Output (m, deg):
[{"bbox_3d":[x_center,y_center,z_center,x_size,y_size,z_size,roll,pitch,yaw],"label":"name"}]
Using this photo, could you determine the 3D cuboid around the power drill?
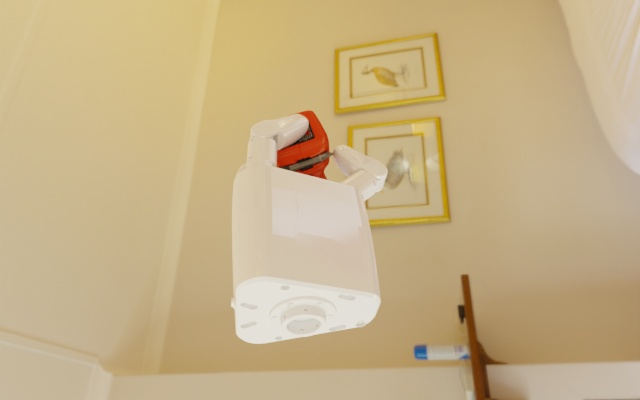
[{"bbox_3d":[0.000,0.001,0.521,0.057,0.188,0.184,-21,29,0],"label":"power drill"}]
